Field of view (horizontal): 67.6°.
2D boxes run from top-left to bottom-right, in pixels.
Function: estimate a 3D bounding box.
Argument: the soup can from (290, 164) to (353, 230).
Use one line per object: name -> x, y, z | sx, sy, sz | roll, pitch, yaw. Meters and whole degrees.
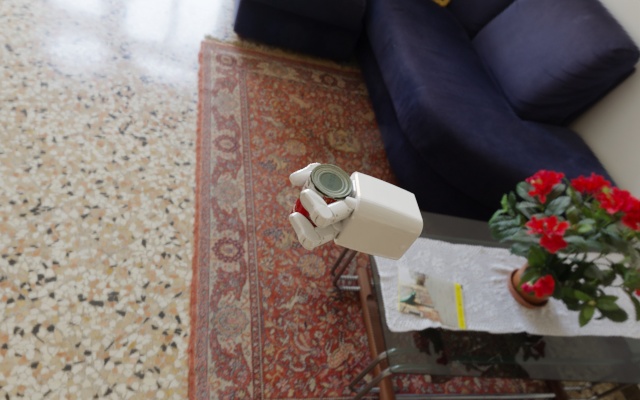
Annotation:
soup can -> 0.000, 0.002, 0.725 | 0.068, 0.068, 0.102 | 0, -39, -26
